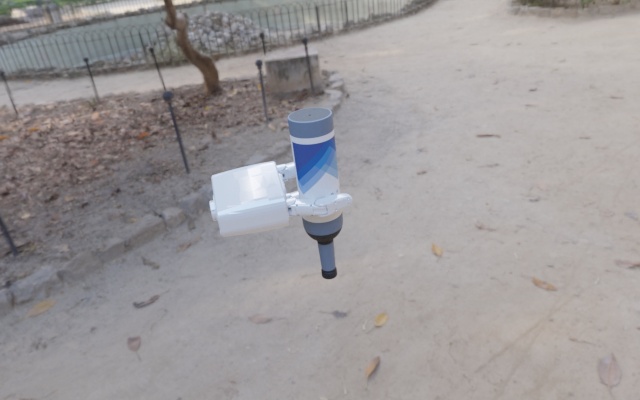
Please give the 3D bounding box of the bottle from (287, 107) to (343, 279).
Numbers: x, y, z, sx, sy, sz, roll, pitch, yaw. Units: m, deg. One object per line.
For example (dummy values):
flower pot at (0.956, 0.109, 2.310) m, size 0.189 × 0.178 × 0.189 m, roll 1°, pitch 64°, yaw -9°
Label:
bottle at (0.000, 0.002, 0.770) m, size 0.069 × 0.296 × 0.069 m, roll -5°, pitch 29°, yaw 3°
